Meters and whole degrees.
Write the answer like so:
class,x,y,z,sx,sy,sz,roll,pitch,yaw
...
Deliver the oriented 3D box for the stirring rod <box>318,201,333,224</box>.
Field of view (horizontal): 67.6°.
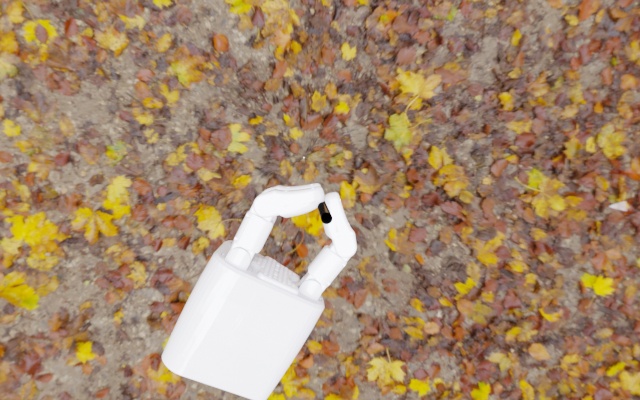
class,x,y,z,sx,sy,sz,roll,pitch,yaw
stirring rod,0.000,0.002,0.444,0.011,0.011,0.239,0,5,-2
